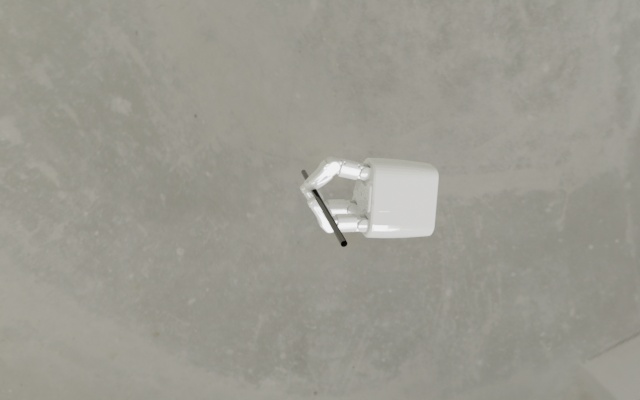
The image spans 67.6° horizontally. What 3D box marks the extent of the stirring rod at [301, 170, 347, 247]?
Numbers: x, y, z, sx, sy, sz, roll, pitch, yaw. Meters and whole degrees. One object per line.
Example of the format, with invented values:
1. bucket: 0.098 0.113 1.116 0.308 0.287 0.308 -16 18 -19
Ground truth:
1. stirring rod: 0.000 0.002 0.652 0.011 0.011 0.239 0 23 -14
